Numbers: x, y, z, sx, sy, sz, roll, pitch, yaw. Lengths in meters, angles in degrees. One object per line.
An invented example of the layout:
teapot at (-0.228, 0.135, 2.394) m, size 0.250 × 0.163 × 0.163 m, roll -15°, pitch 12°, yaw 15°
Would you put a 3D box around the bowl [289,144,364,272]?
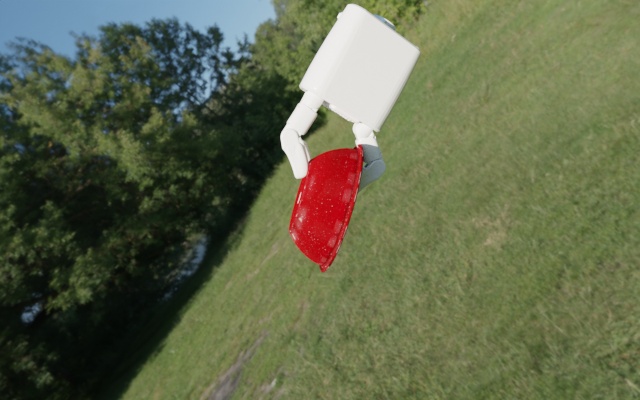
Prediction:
bowl at (-0.001, 0.003, 0.578) m, size 0.055 × 0.162 × 0.162 m, roll 16°, pitch -2°, yaw -6°
